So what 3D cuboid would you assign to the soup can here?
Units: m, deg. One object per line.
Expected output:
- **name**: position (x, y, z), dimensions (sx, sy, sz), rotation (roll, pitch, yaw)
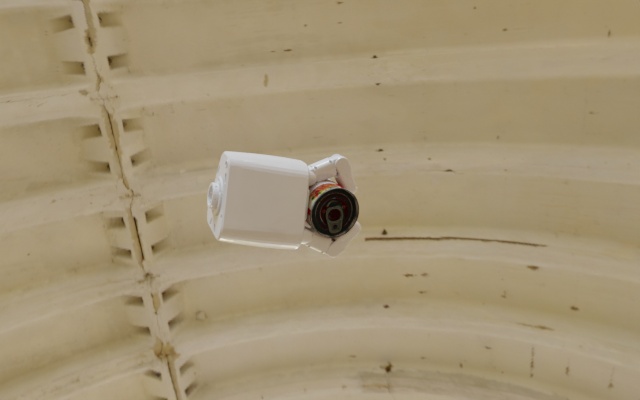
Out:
- **soup can**: position (0.000, 0.002, 0.654), dimensions (0.068, 0.068, 0.102), rotation (0, 17, -23)
